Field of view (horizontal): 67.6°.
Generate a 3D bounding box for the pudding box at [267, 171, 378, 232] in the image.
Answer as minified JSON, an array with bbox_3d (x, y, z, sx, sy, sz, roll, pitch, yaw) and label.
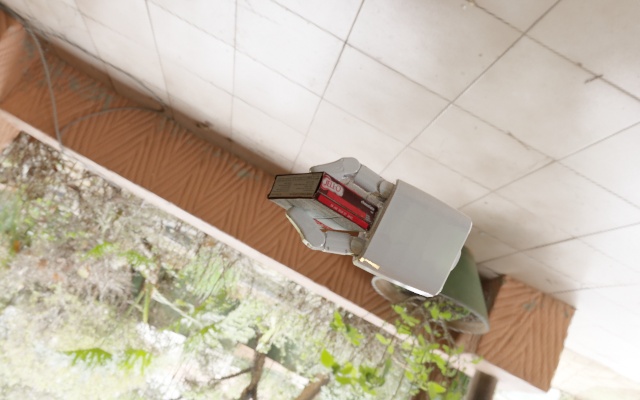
[{"bbox_3d":[0.000,0.002,0.583,0.090,0.039,0.113,33,-19,-30],"label":"pudding box"}]
